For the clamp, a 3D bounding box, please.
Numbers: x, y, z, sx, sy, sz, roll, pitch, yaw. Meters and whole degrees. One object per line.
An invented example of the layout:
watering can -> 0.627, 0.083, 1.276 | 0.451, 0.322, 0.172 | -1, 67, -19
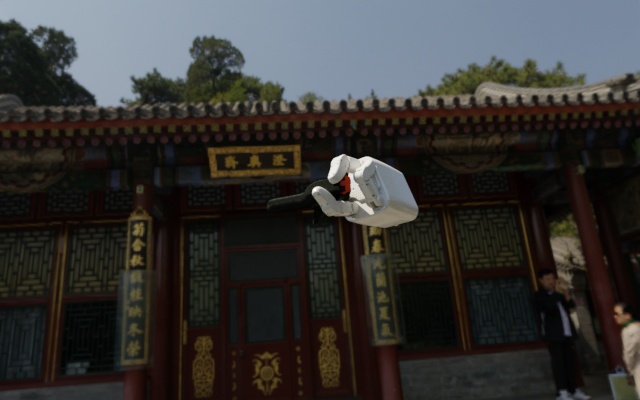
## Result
clamp -> 0.000, 0.002, 0.862 | 0.171, 0.039, 0.120 | -19, -23, 38
